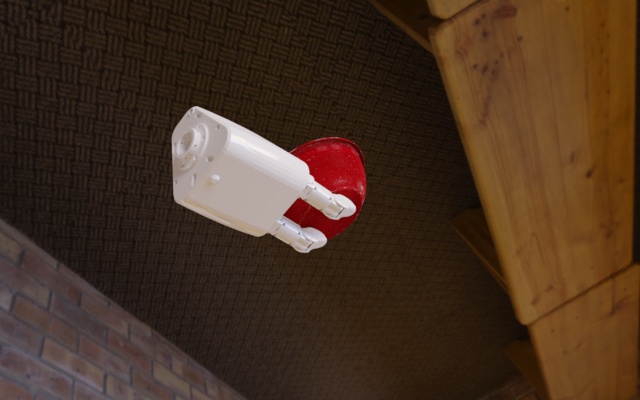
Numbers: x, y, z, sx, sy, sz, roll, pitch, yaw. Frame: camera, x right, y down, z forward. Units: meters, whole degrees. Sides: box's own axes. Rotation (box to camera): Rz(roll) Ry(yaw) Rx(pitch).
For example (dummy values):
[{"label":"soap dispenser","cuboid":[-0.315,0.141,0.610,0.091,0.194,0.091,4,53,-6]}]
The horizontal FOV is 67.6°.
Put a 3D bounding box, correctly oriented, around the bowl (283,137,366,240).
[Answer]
[{"label":"bowl","cuboid":[0.001,0.002,0.600,0.162,0.162,0.055,0,41,-41]}]
